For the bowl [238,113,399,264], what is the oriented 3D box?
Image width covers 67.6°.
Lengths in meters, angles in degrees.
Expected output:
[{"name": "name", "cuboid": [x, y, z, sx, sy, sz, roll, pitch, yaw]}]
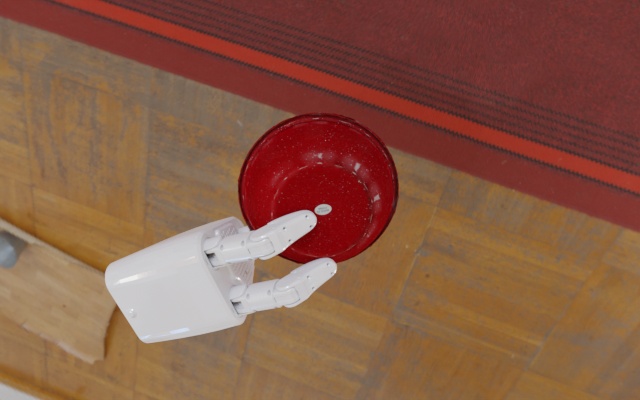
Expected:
[{"name": "bowl", "cuboid": [0.001, 0.001, 0.453, 0.162, 0.162, 0.055, 0, 20, -4]}]
